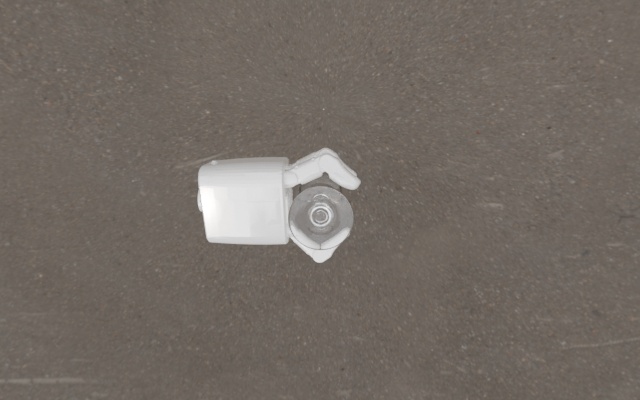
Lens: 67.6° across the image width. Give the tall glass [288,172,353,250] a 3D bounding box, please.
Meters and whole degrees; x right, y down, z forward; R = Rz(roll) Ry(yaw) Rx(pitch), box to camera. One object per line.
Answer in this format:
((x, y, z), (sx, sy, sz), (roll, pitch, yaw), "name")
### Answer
((0.000, 0.002, 0.637), (0.079, 0.079, 0.201), (0, 11, 0), "tall glass")
